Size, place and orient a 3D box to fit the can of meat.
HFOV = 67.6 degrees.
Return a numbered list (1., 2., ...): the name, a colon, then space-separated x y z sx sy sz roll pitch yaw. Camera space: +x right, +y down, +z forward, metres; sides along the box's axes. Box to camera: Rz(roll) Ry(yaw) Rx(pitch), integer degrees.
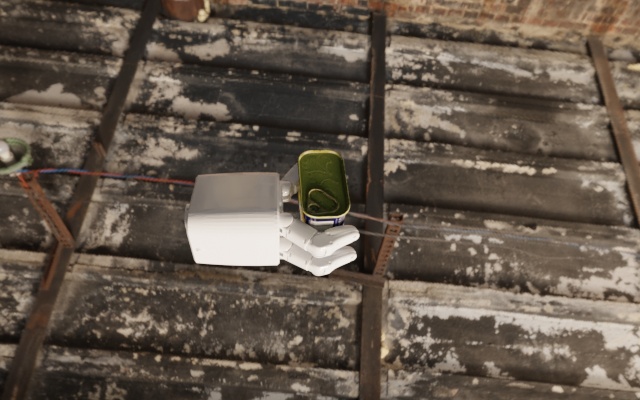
1. can of meat: 0.000 0.002 0.600 0.057 0.102 0.084 -2 -36 -6
